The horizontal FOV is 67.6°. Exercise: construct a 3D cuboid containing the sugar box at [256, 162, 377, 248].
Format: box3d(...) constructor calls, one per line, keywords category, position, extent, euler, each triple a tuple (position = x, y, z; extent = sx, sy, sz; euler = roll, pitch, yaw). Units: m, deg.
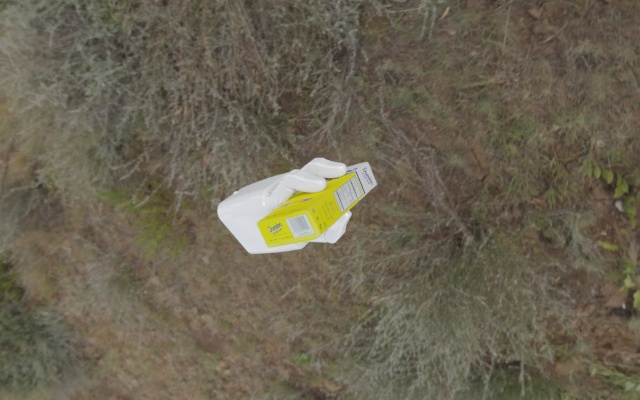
box3d(category="sugar box", position=(0.000, 0.002, 0.673), extent=(0.093, 0.048, 0.176), euler=(-14, 18, 36))
